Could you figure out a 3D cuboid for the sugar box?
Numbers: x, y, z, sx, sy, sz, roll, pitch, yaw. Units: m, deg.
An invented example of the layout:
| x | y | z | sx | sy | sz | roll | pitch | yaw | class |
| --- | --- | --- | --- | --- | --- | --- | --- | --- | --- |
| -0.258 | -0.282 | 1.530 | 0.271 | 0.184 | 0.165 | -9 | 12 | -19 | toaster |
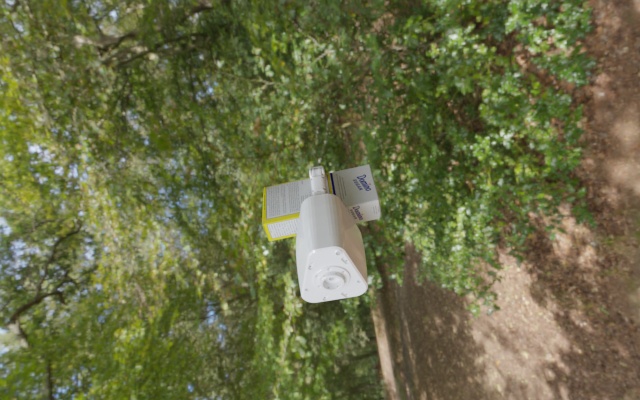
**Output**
| x | y | z | sx | sy | sz | roll | pitch | yaw | class |
| --- | --- | --- | --- | --- | --- | --- | --- | --- | --- |
| 0.000 | 0.003 | 0.741 | 0.176 | 0.048 | 0.093 | -10 | 40 | 3 | sugar box |
